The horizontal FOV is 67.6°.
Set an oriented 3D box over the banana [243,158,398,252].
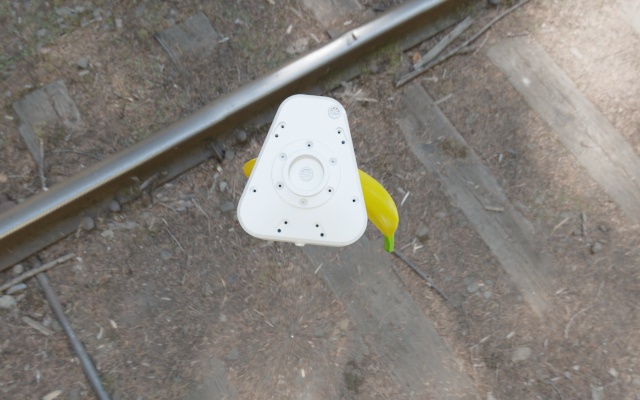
[{"bbox_3d":[0.012,-0.013,0.534,0.198,0.069,0.037,29,11,-4],"label":"banana"}]
